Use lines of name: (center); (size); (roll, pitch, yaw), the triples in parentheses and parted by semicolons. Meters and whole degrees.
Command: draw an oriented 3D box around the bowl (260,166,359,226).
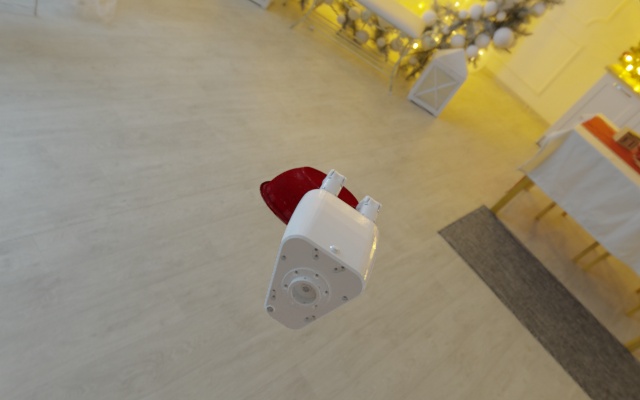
bowl: (0.000, 0.001, 0.649); (0.162, 0.055, 0.162); (32, 16, -10)
